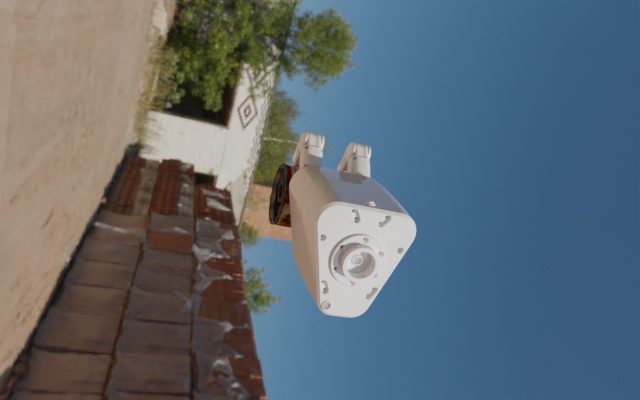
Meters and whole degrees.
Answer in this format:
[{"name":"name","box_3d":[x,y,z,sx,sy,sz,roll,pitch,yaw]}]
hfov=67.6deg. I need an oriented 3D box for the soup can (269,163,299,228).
[{"name":"soup can","box_3d":[0.000,0.002,0.533,0.102,0.068,0.068,11,-3,-17]}]
